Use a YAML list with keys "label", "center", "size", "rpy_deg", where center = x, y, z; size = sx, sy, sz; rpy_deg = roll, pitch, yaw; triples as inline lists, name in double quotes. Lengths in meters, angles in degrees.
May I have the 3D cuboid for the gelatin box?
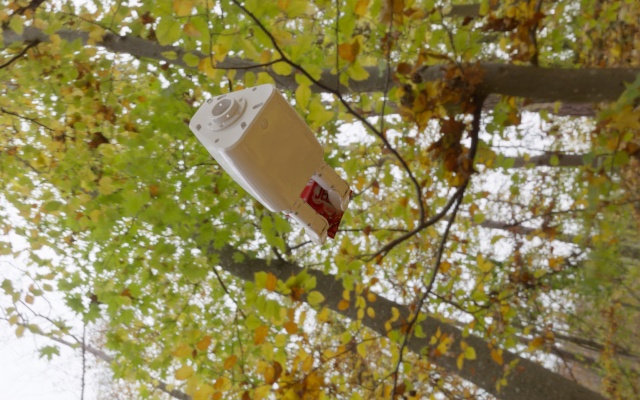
- label: "gelatin box"
  center: [0.000, 0.002, 0.620]
  size: [0.030, 0.073, 0.089]
  rpy_deg: [14, -13, 36]
